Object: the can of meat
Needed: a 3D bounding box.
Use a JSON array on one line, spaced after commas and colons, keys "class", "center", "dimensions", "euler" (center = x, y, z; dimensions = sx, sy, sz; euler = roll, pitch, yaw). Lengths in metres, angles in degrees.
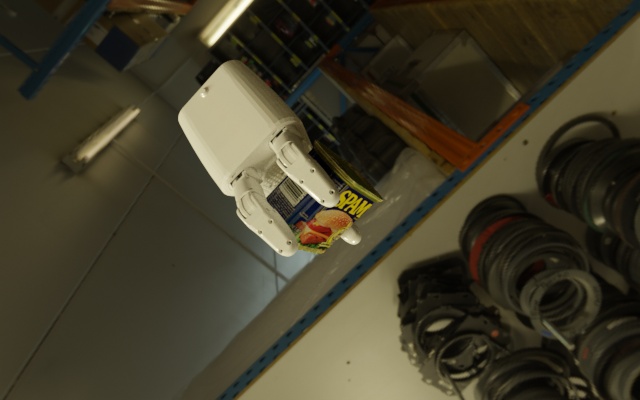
[{"class": "can of meat", "center": [0.000, 0.002, 0.450], "dimensions": [0.057, 0.084, 0.102], "euler": [50, 11, 26]}]
